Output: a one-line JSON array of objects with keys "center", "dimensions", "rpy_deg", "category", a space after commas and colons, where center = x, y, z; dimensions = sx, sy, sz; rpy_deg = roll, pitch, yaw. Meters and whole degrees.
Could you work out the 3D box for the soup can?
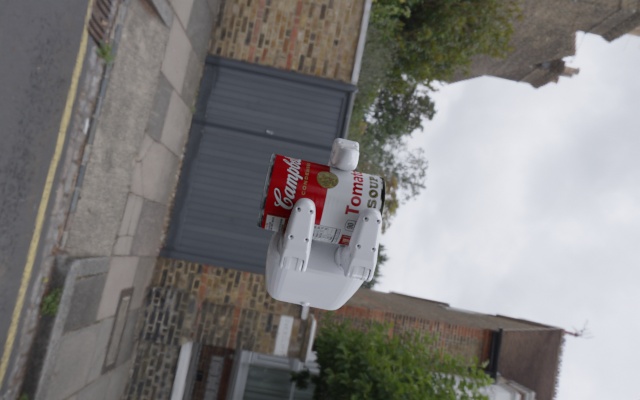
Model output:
[{"center": [0.000, 0.001, 0.427], "dimensions": [0.102, 0.068, 0.068], "rpy_deg": [12, -1, -4], "category": "soup can"}]
